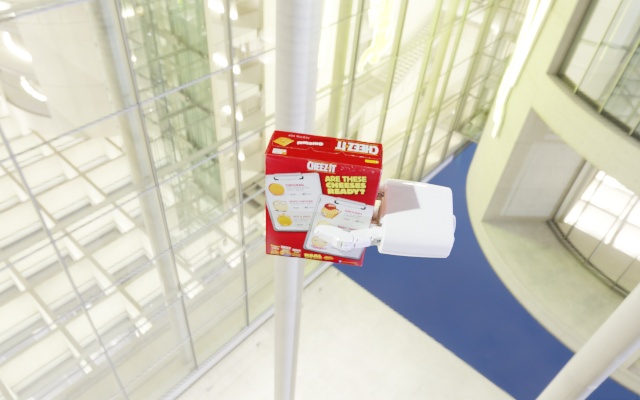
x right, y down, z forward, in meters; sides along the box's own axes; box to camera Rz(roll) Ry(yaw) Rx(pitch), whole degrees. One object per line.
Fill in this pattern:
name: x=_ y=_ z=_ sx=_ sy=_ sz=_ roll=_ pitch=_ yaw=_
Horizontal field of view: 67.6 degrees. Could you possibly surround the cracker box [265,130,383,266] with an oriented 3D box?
cracker box: x=0.000 y=0.003 z=0.740 sx=0.164 sy=0.214 sz=0.072 roll=7 pitch=43 yaw=1
